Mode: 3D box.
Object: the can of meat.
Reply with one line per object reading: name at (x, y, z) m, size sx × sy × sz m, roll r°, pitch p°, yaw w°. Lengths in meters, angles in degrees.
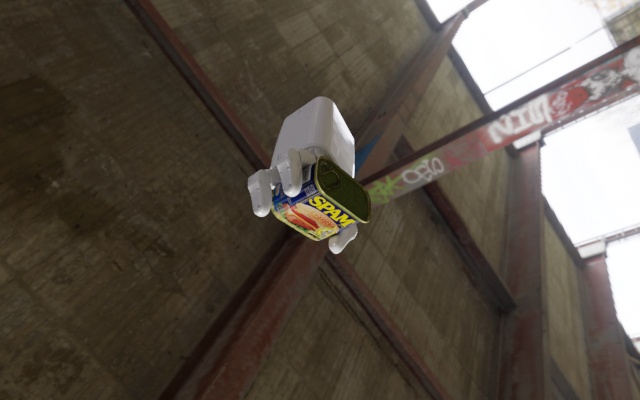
can of meat at (0.000, 0.002, 0.605) m, size 0.084 × 0.057 × 0.102 m, roll -27°, pitch -47°, yaw 34°
